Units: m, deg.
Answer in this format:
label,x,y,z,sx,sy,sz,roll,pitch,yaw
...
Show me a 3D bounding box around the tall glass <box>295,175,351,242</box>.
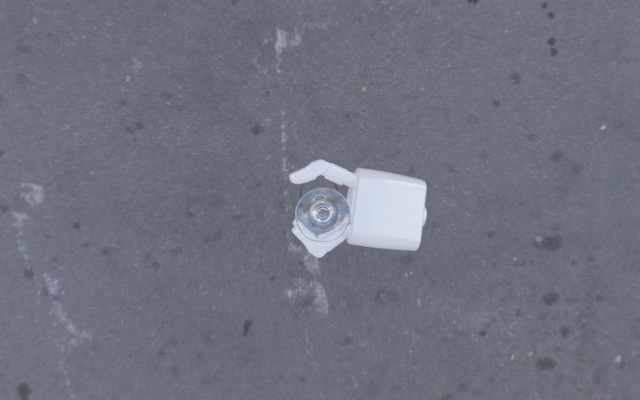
label,x,y,z,sx,sy,sz,roll,pitch,yaw
tall glass,0.000,0.002,0.733,0.079,0.079,0.201,0,10,-2
